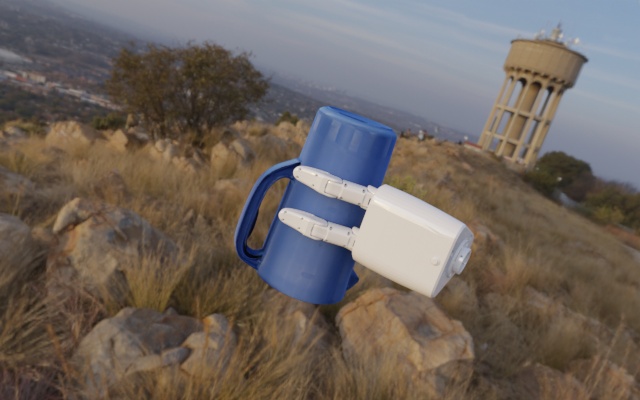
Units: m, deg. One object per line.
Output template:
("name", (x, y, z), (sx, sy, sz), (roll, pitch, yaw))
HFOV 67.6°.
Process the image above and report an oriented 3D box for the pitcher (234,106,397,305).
("pitcher", (0.000, 0.002, 0.634), (0.145, 0.243, 0.149), (27, 16, 27))
